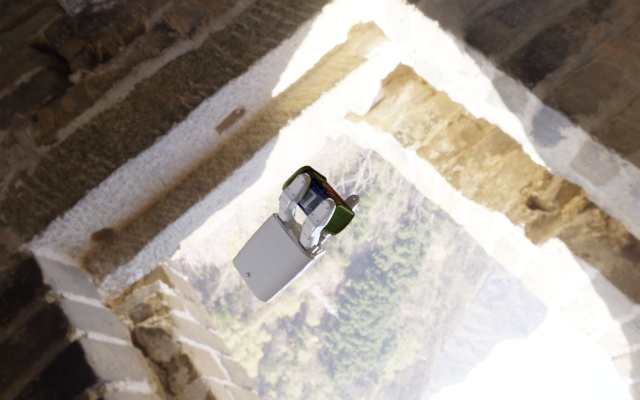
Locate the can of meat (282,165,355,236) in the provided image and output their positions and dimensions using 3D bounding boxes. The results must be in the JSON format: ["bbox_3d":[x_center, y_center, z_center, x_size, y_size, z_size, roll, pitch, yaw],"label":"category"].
[{"bbox_3d":[0.000,0.003,0.730,0.057,0.084,0.102,-44,-24,7],"label":"can of meat"}]
